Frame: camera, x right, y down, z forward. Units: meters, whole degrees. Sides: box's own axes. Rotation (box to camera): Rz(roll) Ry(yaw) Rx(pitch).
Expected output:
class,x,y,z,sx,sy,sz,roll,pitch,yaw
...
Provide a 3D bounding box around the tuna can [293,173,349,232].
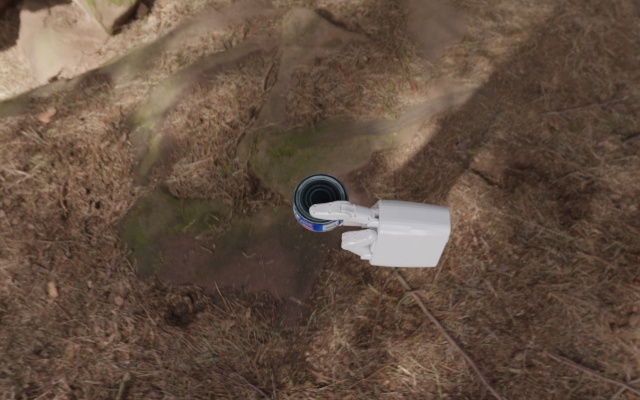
class,x,y,z,sx,sy,sz,roll,pitch,yaw
tuna can,0.000,0.002,0.728,0.086,0.086,0.034,0,-22,0
